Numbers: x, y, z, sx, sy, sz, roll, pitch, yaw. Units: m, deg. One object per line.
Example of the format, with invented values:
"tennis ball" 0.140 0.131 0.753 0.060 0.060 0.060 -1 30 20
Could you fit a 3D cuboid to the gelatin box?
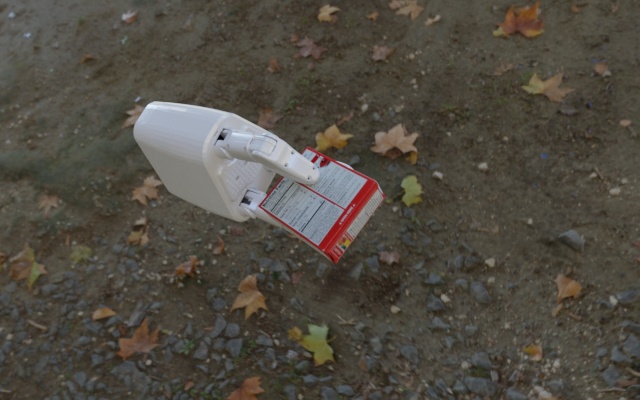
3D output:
"gelatin box" 0.000 0.001 0.419 0.089 0.073 0.030 31 -12 37
